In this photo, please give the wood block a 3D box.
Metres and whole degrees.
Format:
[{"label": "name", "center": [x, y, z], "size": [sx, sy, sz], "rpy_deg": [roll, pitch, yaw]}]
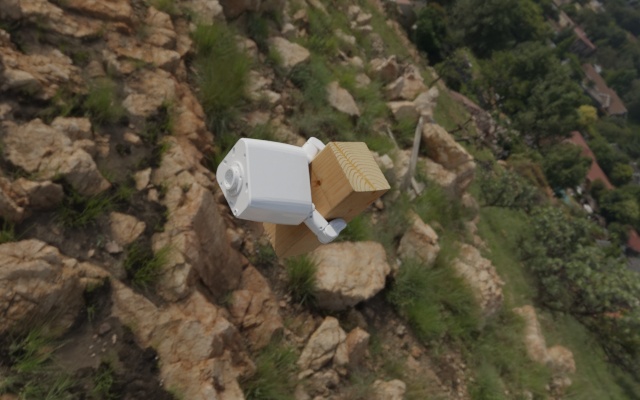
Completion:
[{"label": "wood block", "center": [0.000, 0.003, 0.781], "size": [0.090, 0.090, 0.206], "rpy_deg": [-6, -27, -46]}]
